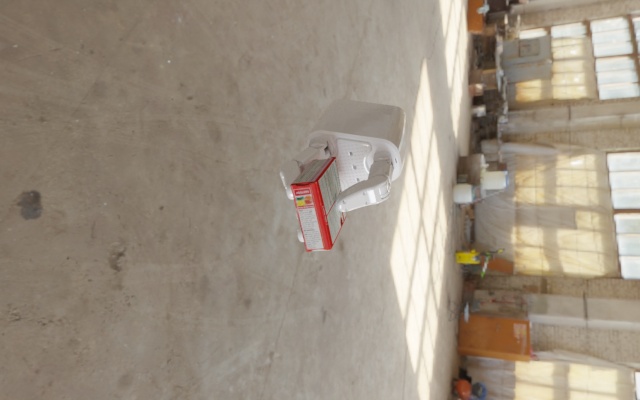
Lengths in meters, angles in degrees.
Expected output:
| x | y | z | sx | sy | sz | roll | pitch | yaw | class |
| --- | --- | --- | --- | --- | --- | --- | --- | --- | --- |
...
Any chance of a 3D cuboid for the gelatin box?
| x | y | z | sx | sy | sz | roll | pitch | yaw | class |
| --- | --- | --- | --- | --- | --- | --- | --- | --- | --- |
| 0.000 | 0.002 | 0.501 | 0.030 | 0.073 | 0.089 | -6 | 20 | 16 | gelatin box |
